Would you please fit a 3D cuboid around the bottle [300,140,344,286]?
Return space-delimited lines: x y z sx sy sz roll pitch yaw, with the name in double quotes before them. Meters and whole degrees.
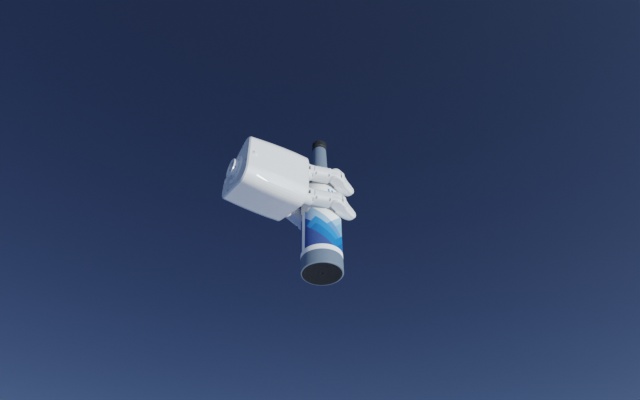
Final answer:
"bottle" 0.000 0.003 0.823 0.069 0.295 0.069 -1 -42 -1
